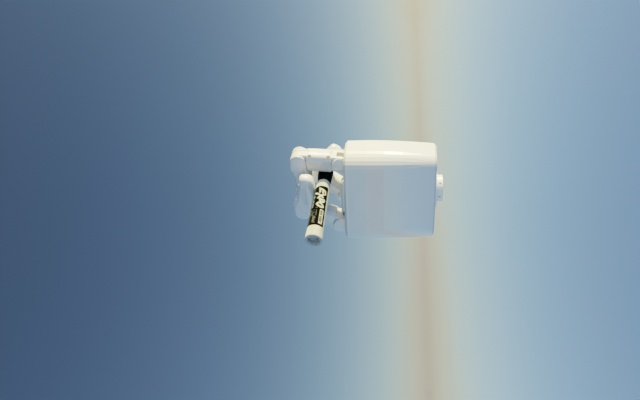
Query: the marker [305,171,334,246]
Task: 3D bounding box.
[{"bbox_3d":[0.000,0.002,0.544,0.020,0.020,0.121,0,42,10],"label":"marker"}]
